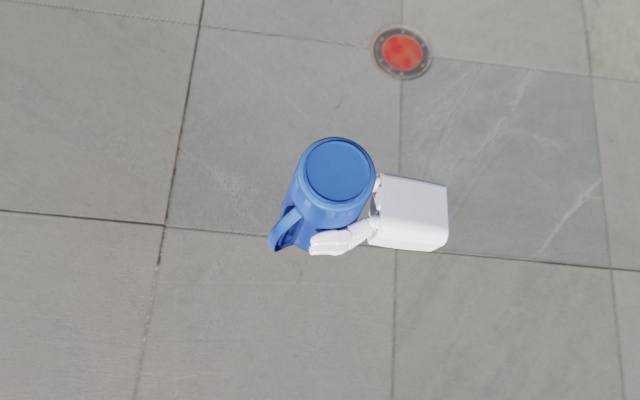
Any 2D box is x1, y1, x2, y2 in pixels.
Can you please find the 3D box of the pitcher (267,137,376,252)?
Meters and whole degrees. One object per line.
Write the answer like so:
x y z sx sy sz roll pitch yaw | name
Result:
0.000 0.002 0.742 0.145 0.149 0.243 10 -17 -4 | pitcher
